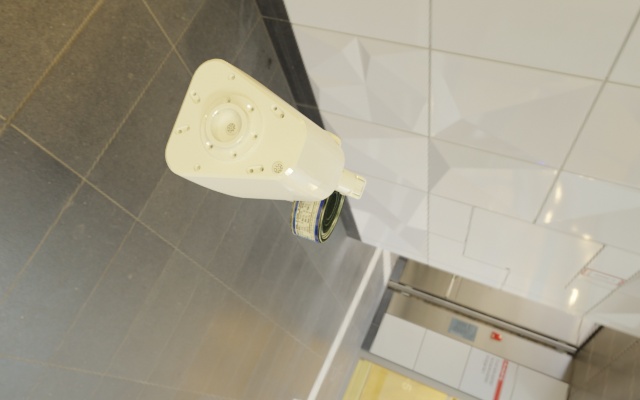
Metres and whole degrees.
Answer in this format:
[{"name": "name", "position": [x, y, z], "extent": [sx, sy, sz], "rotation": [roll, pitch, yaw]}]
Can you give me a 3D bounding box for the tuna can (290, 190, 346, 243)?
[{"name": "tuna can", "position": [0.001, 0.002, 0.515], "extent": [0.034, 0.086, 0.086], "rotation": [18, 4, 14]}]
